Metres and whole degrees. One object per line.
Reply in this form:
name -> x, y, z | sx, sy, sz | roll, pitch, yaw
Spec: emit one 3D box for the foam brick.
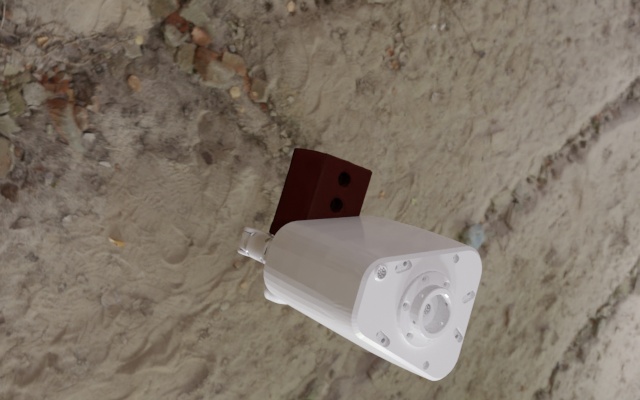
foam brick -> 0.000, 0.001, 0.403 | 0.053, 0.078, 0.051 | 18, -3, -34
